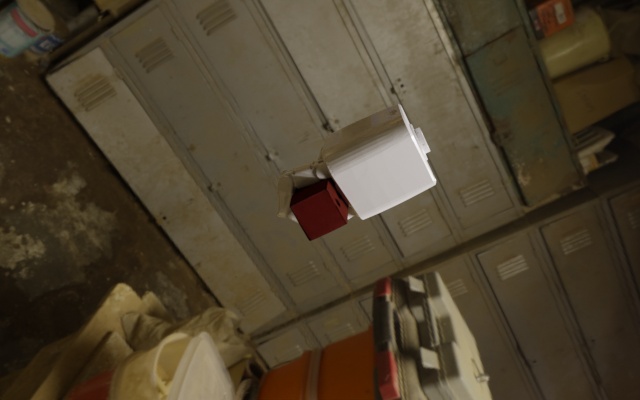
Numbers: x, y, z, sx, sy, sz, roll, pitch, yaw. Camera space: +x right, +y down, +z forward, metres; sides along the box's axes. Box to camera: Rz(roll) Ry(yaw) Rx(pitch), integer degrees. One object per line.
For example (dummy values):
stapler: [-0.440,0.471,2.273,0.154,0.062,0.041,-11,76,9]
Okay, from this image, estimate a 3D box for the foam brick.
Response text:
foam brick: [0.000,0.002,0.586,0.051,0.053,0.078,-24,21,15]
